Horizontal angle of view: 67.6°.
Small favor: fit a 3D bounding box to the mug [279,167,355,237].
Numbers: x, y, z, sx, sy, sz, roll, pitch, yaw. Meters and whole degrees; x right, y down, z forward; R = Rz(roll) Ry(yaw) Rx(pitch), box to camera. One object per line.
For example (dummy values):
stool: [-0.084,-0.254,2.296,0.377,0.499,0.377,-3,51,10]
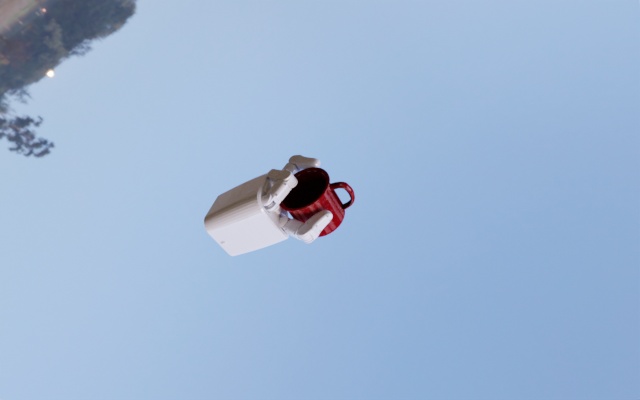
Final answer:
mug: [0.002,0.002,0.780,0.117,0.093,0.081,-19,-48,17]
